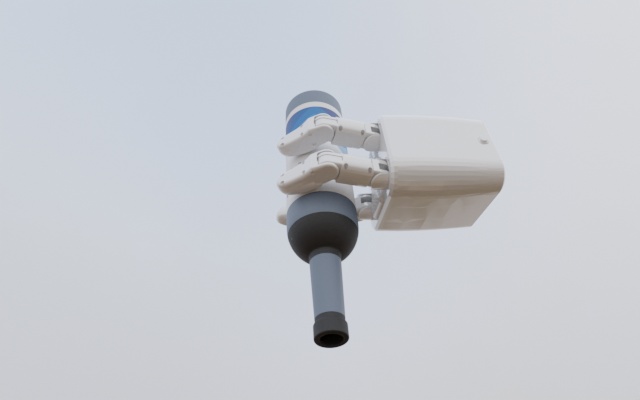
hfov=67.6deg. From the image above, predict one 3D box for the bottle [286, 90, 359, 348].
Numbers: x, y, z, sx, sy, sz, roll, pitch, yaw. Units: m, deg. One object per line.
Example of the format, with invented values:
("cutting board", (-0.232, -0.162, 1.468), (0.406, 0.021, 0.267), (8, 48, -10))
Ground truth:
("bottle", (0.000, 0.001, 0.465), (0.069, 0.295, 0.069), (-2, -45, -2))
